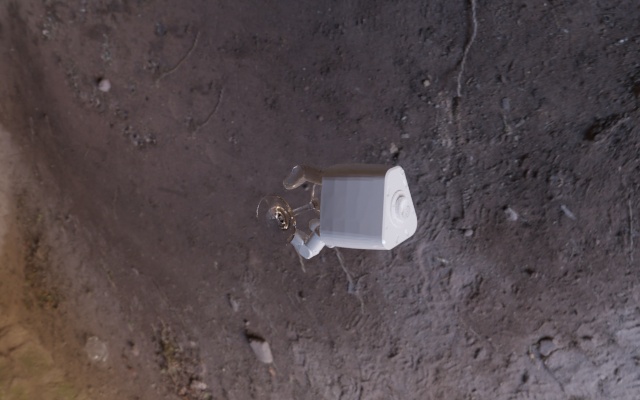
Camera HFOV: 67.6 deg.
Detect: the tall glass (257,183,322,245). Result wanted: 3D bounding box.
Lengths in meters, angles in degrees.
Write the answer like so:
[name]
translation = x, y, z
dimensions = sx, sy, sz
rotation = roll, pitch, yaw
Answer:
[tall glass]
translation = 0.000, 0.003, 0.740
dimensions = 0.079, 0.079, 0.201
rotation = 0, 15, 40
